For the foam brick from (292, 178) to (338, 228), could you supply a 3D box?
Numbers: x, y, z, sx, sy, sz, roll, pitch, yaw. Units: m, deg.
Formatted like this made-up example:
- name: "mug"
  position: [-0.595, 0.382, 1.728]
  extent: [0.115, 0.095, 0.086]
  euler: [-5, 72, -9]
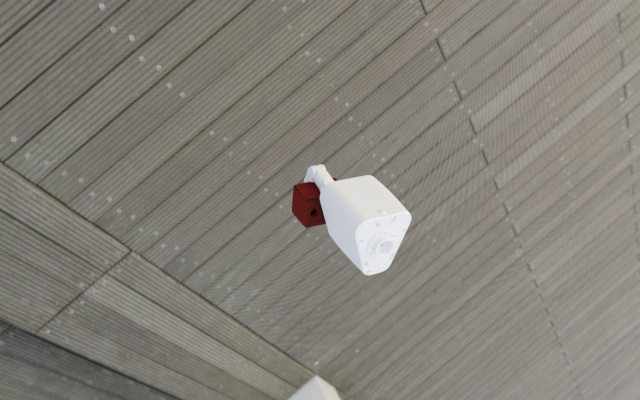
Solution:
- name: "foam brick"
  position: [0.000, 0.003, 0.759]
  extent: [0.078, 0.053, 0.051]
  euler: [-12, 36, -23]
